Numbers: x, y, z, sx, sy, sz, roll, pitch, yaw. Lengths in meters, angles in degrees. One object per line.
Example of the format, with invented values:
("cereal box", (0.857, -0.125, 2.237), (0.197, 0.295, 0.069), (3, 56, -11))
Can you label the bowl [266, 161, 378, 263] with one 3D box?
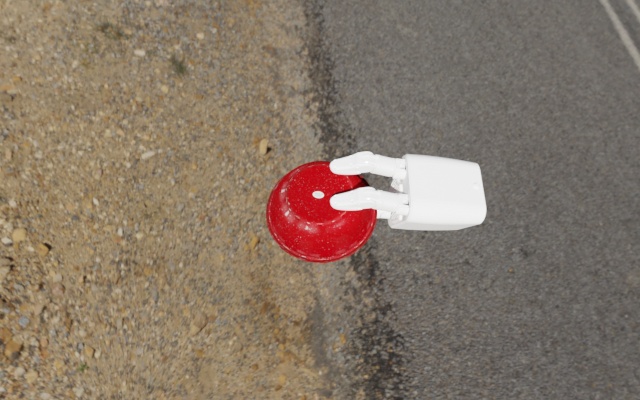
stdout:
("bowl", (-0.001, 0.002, 0.666), (0.162, 0.162, 0.055), (0, -27, 4))
